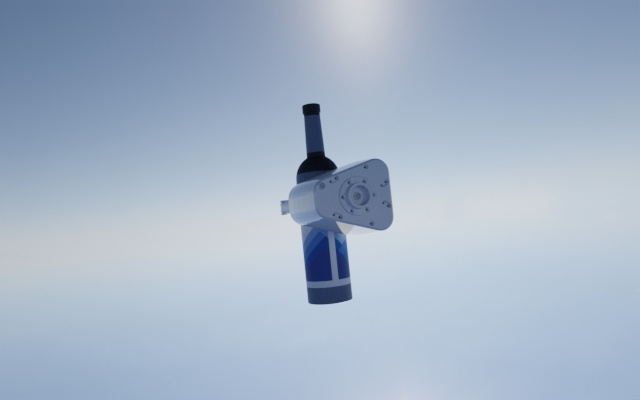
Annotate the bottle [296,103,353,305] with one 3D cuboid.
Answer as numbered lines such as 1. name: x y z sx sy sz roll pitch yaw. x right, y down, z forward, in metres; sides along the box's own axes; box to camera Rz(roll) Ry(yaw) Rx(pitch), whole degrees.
1. bottle: 0.000 0.003 0.715 0.069 0.295 0.069 -6 -3 0
